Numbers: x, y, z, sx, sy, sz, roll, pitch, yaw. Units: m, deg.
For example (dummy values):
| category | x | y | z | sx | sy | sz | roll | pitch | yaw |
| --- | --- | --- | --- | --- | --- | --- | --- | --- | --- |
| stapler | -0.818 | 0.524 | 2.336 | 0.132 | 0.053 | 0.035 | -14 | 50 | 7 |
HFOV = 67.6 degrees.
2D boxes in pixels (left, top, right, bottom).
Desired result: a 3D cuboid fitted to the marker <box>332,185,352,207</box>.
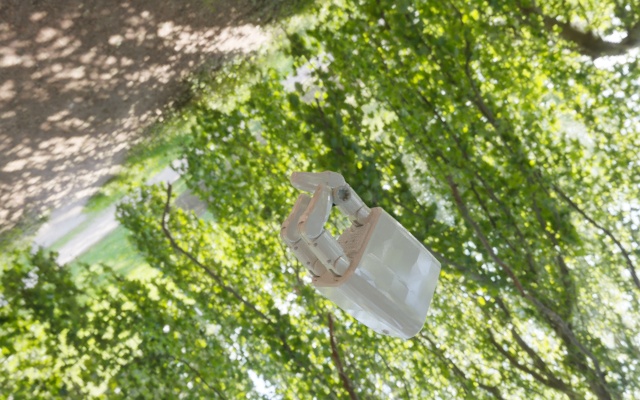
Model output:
| category | x | y | z | sx | sy | sz | roll | pitch | yaw |
| --- | --- | --- | --- | --- | --- | --- | --- | --- | --- |
| marker | 0.000 | 0.002 | 0.548 | 0.020 | 0.020 | 0.121 | 0 | -8 | -24 |
